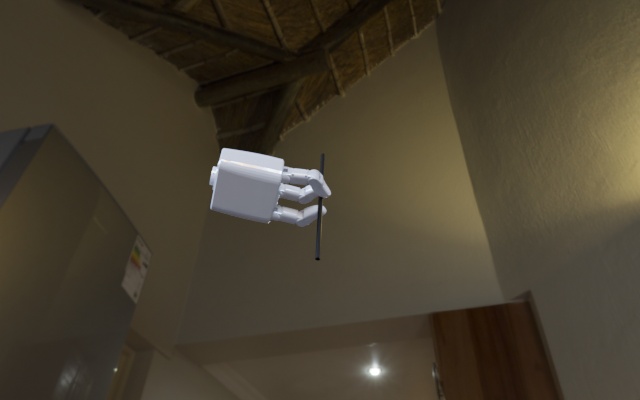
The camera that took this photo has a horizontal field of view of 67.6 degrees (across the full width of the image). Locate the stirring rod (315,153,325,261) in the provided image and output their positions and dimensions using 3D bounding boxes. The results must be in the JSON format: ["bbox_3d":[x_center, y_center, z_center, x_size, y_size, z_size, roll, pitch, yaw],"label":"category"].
[{"bbox_3d":[0.000,0.003,0.833,0.011,0.239,0.011,2,-42,1],"label":"stirring rod"}]
